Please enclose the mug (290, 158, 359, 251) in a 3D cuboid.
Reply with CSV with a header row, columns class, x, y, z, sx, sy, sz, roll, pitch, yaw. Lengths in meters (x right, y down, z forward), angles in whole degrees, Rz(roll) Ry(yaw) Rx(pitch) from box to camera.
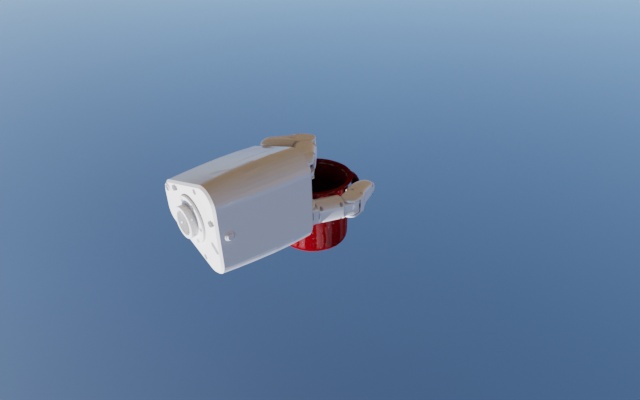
class,x,y,z,sx,sy,sz,roll,pitch,yaw
mug,0.001,0.002,0.572,0.117,0.081,0.093,-23,36,-34
